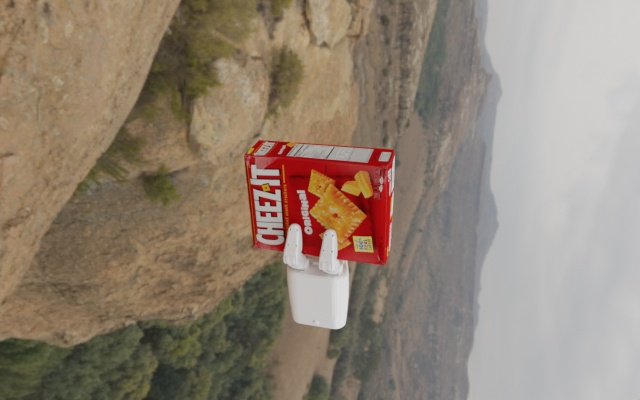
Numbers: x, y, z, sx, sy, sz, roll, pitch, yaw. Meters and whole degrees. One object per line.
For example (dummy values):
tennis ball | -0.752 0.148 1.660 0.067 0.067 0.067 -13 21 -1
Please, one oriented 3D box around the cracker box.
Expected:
cracker box | 0.000 0.002 0.720 0.213 0.164 0.072 6 28 14
